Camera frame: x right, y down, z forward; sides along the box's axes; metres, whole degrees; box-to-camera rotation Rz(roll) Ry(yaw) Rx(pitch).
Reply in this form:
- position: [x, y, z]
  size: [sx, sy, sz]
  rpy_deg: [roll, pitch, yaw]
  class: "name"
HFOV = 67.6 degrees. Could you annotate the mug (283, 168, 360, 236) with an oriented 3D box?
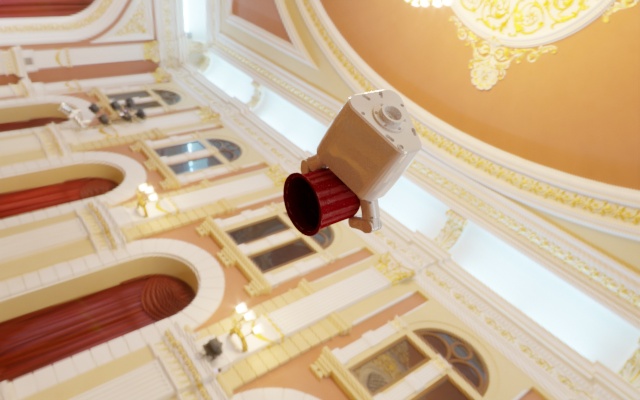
- position: [0.000, 0.003, 0.703]
  size: [0.081, 0.093, 0.117]
  rpy_deg: [-18, -22, -34]
  class: "mug"
